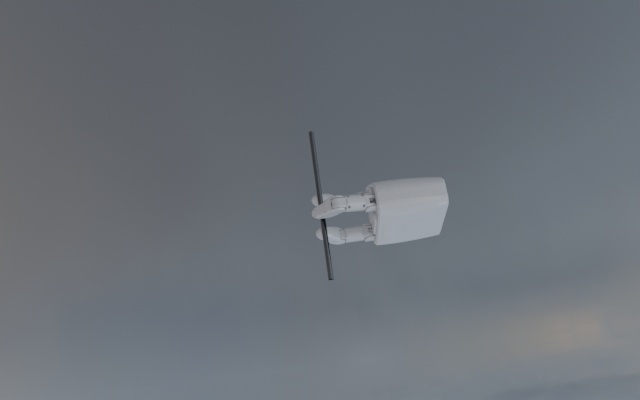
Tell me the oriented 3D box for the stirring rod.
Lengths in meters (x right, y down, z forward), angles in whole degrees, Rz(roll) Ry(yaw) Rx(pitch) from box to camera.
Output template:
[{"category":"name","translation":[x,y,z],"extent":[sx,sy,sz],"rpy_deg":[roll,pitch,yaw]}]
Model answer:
[{"category":"stirring rod","translation":[0.000,0.002,0.734],"extent":[0.011,0.239,0.011],"rpy_deg":[-7,-19,-2]}]
